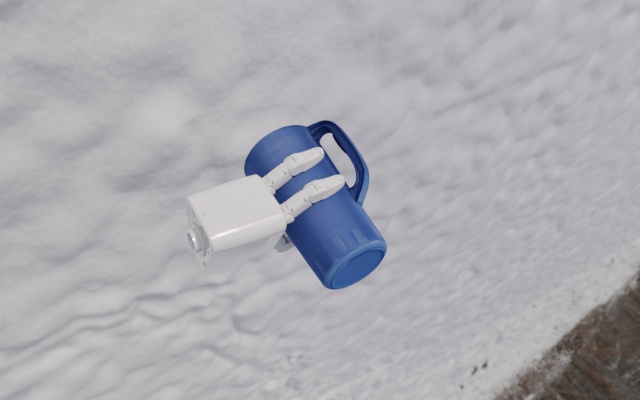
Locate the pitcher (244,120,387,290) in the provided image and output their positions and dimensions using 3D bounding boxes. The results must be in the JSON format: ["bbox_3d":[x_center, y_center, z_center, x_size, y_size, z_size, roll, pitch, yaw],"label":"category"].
[{"bbox_3d":[0.000,0.002,0.721,0.145,0.242,0.149,-19,-33,-27],"label":"pitcher"}]
